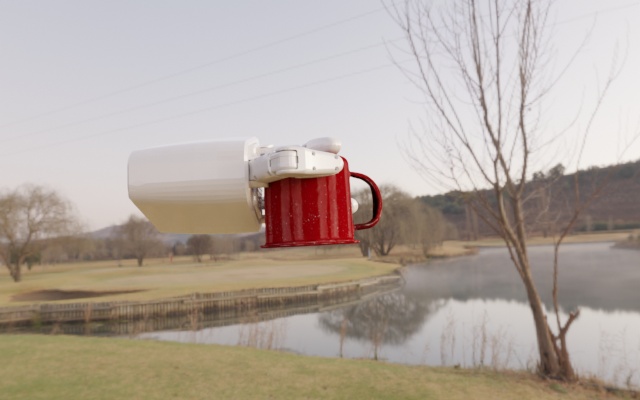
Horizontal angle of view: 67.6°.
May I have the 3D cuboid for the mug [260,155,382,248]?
[{"bbox_3d":[0.002,0.001,0.450,0.117,0.081,0.093,-3,-5,-2],"label":"mug"}]
